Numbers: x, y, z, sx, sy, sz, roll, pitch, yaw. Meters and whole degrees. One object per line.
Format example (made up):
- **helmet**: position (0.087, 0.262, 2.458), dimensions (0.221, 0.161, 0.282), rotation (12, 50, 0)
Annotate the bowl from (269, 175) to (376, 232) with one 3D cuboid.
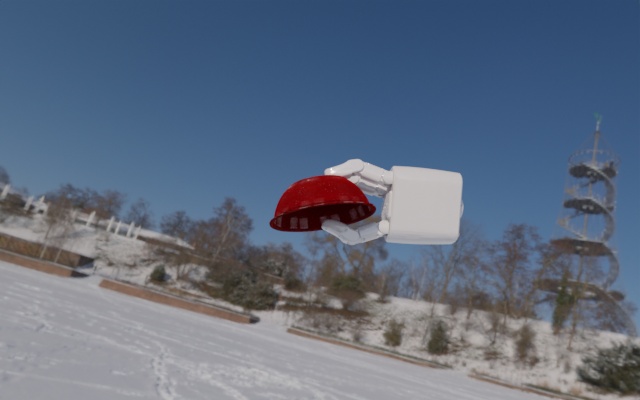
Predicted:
- **bowl**: position (-0.001, 0.002, 0.721), dimensions (0.162, 0.055, 0.162), rotation (-8, -15, -2)
